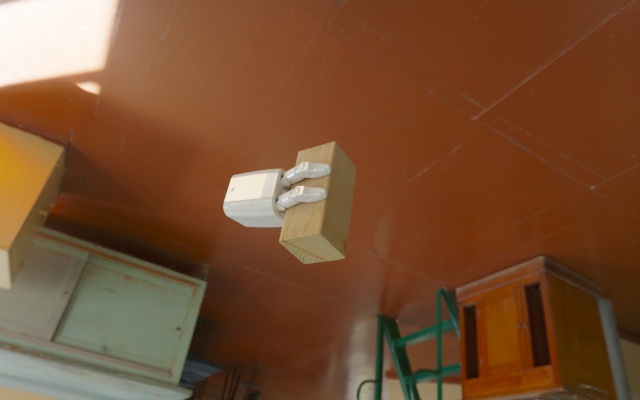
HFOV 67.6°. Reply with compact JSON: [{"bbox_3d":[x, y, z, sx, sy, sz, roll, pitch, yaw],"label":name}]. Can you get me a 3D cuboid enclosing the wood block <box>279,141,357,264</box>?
[{"bbox_3d":[0.000,0.003,0.893,0.090,0.206,0.091,-12,-40,29],"label":"wood block"}]
